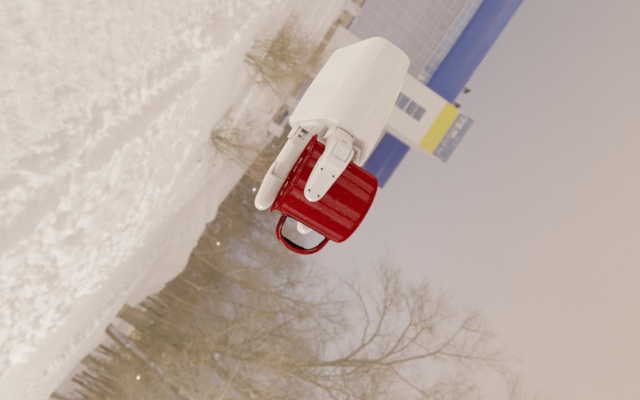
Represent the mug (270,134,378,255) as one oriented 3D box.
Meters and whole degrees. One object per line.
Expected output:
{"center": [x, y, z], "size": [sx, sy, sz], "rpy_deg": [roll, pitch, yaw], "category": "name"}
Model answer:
{"center": [0.000, 0.003, 0.494], "size": [0.081, 0.117, 0.093], "rpy_deg": [31, -9, -9], "category": "mug"}
